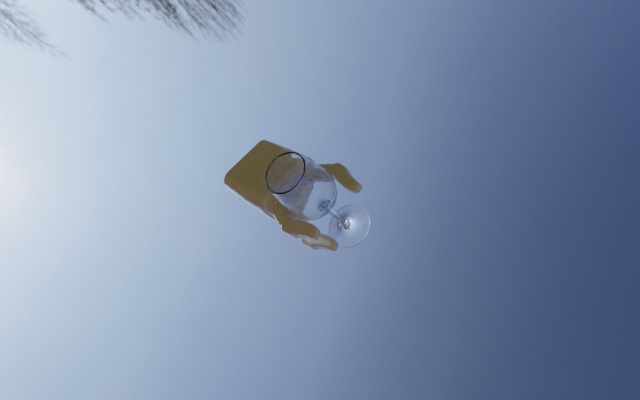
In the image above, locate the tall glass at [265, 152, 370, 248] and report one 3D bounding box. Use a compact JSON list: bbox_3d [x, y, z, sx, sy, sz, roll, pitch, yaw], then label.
[{"bbox_3d":[0.001,0.003,0.698,0.079,0.079,0.201,0,-23,30],"label":"tall glass"}]
